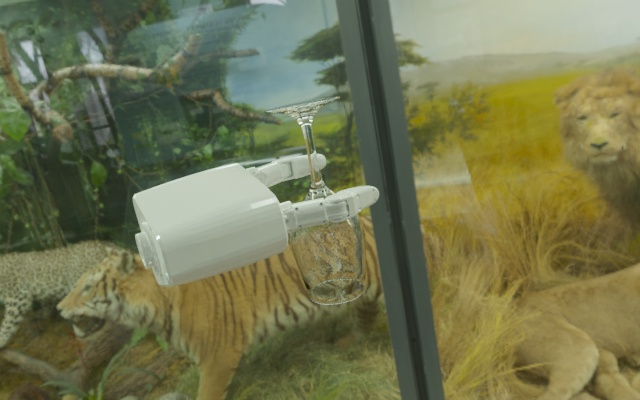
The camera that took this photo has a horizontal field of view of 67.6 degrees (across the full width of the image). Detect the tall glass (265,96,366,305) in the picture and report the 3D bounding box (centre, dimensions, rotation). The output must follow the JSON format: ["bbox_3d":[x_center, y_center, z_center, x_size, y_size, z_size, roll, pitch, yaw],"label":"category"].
[{"bbox_3d":[0.000,0.001,0.484,0.079,0.201,0.079,-10,14,3],"label":"tall glass"}]
